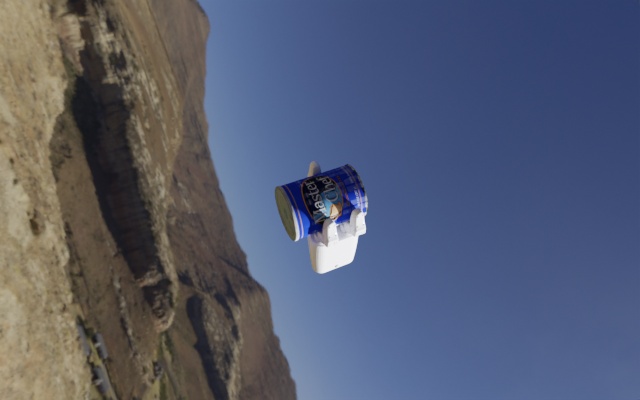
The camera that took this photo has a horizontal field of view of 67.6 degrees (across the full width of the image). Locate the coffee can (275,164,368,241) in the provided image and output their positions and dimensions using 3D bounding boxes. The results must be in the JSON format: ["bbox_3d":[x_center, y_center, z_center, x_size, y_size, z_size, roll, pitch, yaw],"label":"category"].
[{"bbox_3d":[0.000,0.003,0.867,0.140,0.103,0.103,-19,5,-16],"label":"coffee can"}]
